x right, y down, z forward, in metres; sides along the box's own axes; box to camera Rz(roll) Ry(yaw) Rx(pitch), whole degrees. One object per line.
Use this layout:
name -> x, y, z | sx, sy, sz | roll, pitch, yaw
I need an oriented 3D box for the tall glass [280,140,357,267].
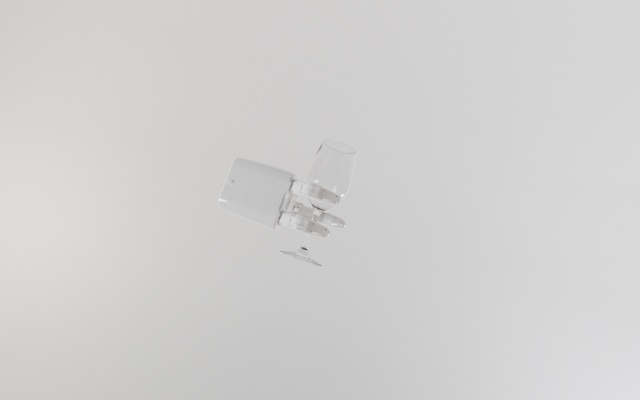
tall glass -> 0.000, 0.003, 0.796 | 0.079, 0.201, 0.079 | 19, -6, 2
